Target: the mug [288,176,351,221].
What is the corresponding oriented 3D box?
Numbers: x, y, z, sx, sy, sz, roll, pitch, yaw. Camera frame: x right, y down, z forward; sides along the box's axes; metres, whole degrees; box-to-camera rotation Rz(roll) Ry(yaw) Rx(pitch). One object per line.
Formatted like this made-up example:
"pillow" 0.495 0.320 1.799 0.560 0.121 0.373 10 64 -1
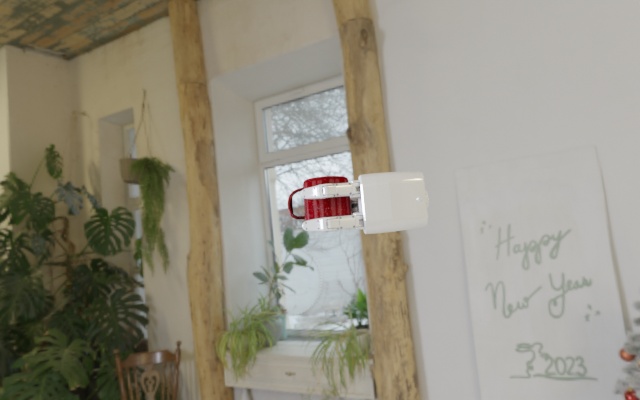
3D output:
"mug" -0.001 0.003 0.847 0.117 0.081 0.093 -4 -5 0
